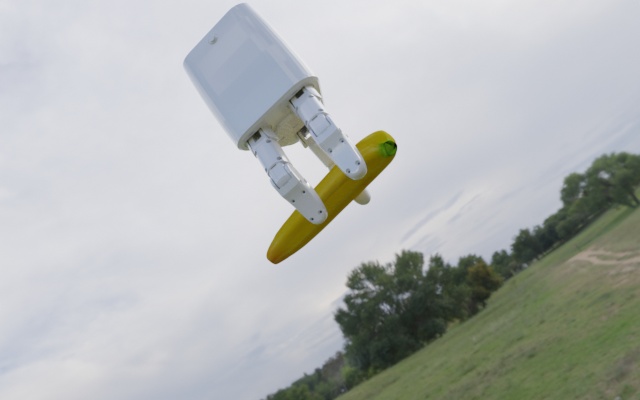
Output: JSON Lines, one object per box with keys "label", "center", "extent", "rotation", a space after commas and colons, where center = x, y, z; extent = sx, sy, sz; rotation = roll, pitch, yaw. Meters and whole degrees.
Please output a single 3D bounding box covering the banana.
{"label": "banana", "center": [0.012, -0.007, 0.459], "extent": [0.198, 0.037, 0.069], "rotation": [-47, -8, 38]}
